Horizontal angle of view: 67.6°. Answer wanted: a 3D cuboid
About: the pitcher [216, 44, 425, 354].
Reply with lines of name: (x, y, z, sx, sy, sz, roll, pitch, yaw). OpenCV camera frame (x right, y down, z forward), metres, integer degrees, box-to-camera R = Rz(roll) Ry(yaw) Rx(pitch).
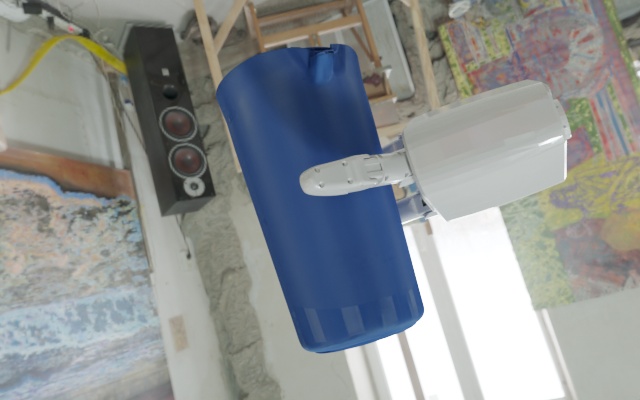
pitcher: (0.000, 0.001, 0.426, 0.145, 0.242, 0.149, -20, -10, 21)
